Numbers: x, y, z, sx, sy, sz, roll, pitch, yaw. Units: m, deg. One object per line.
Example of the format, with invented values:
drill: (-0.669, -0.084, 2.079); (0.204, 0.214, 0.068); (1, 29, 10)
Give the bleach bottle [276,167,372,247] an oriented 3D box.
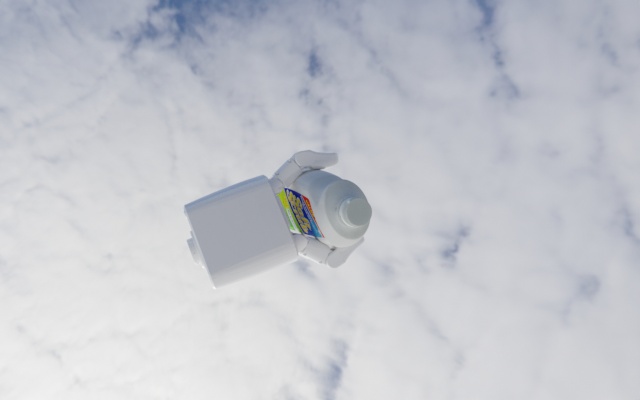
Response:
bleach bottle: (0.000, 0.002, 0.595); (0.068, 0.102, 0.251); (-19, 6, -16)
